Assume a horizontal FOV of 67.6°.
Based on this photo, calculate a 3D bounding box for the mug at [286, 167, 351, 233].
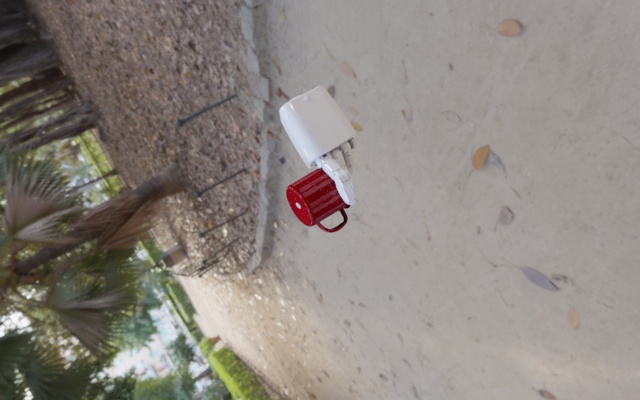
[{"bbox_3d":[0.001,0.004,0.826,0.081,0.117,0.093,-31,-2,-21],"label":"mug"}]
